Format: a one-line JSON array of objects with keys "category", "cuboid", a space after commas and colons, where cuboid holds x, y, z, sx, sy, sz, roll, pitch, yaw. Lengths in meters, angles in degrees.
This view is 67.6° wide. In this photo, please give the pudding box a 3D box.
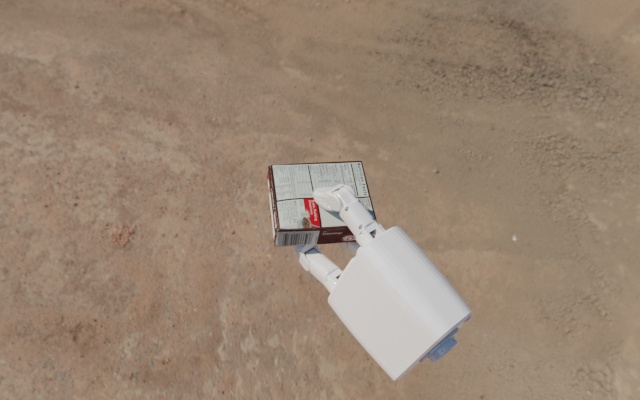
[{"category": "pudding box", "cuboid": [0.000, 0.002, 0.536, 0.113, 0.090, 0.039, -2, -33, -13]}]
